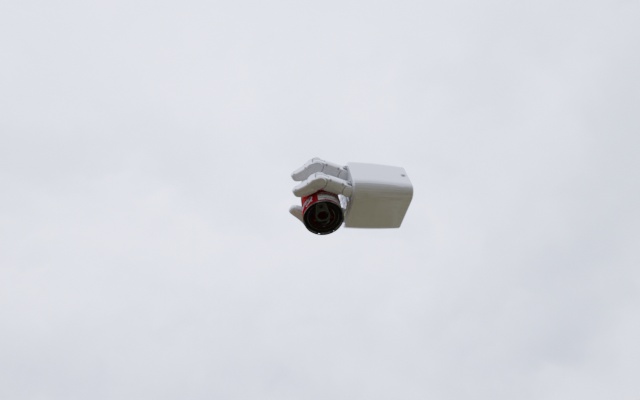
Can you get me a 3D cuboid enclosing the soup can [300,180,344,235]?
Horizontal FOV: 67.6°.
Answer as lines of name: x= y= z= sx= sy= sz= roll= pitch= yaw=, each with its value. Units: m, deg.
soup can: x=0.000 y=0.003 z=0.819 sx=0.068 sy=0.068 sz=0.102 roll=0 pitch=32 yaw=-7
